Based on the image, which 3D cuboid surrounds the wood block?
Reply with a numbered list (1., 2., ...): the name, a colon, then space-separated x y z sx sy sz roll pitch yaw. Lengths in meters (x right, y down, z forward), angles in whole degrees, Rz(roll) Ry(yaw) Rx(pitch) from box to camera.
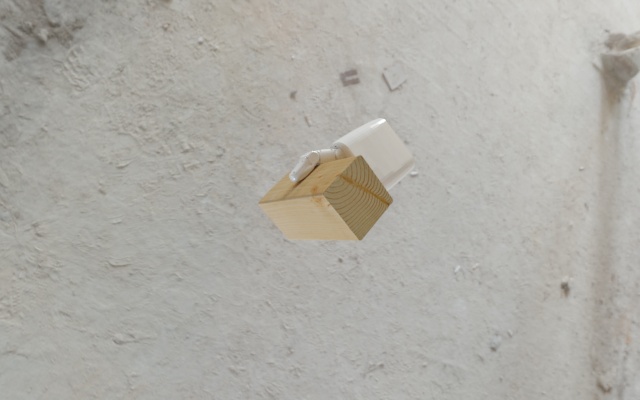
1. wood block: 0.000 0.002 0.751 0.090 0.091 0.206 -47 20 -26
